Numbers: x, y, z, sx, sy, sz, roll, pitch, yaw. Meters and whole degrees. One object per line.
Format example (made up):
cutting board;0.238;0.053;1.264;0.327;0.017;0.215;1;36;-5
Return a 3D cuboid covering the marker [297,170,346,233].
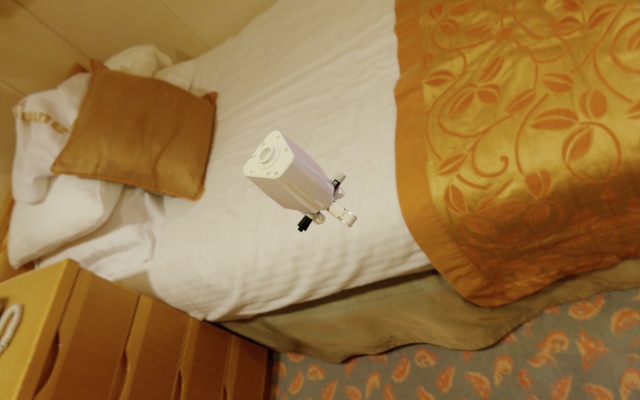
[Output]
marker;0.000;0.003;0.801;0.020;0.121;0.020;36;-4;3
